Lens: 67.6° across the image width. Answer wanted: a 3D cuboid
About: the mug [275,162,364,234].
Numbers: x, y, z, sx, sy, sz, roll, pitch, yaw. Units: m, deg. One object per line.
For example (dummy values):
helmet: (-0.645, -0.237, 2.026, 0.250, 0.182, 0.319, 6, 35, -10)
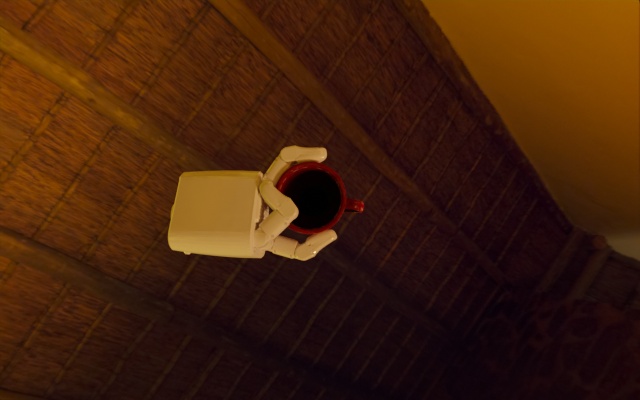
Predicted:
mug: (0.002, 0.002, 0.645, 0.117, 0.093, 0.081, 4, -7, 3)
